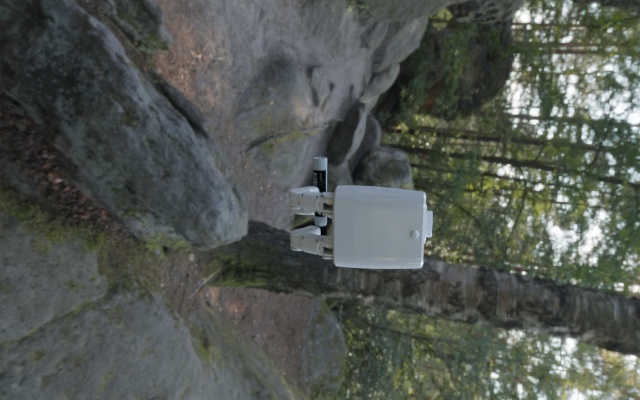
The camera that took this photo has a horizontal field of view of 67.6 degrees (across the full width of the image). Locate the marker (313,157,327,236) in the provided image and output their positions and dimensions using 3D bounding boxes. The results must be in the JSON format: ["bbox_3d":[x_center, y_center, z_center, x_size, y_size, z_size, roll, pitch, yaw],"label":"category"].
[{"bbox_3d":[0.000,0.002,0.647,0.020,0.121,0.020,-1,14,0],"label":"marker"}]
